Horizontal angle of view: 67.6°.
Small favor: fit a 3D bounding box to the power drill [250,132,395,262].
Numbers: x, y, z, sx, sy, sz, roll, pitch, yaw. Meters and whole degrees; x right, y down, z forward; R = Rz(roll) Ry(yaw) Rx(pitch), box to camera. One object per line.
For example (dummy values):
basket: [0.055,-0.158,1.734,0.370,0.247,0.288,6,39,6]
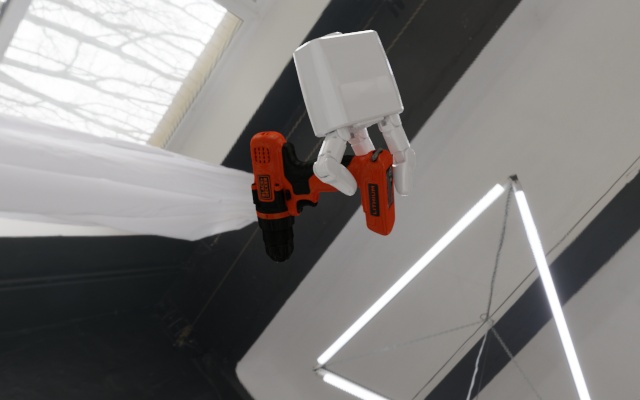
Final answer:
power drill: [0.001,0.002,0.623,0.187,0.184,0.057,2,23,18]
